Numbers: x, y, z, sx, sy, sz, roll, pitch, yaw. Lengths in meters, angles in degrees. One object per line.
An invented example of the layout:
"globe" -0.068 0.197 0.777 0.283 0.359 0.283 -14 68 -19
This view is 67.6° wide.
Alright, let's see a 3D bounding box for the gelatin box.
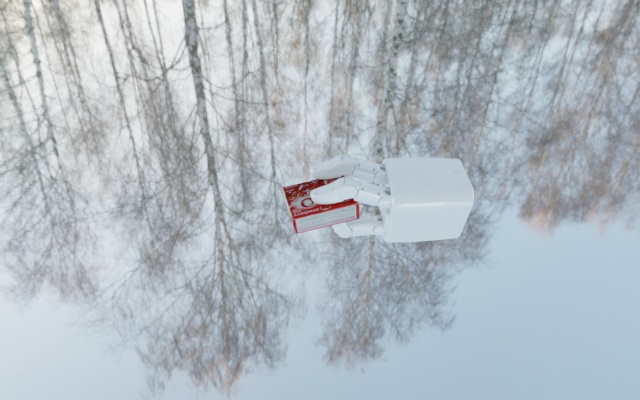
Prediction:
"gelatin box" 0.000 0.003 0.640 0.089 0.030 0.073 -14 39 -7
